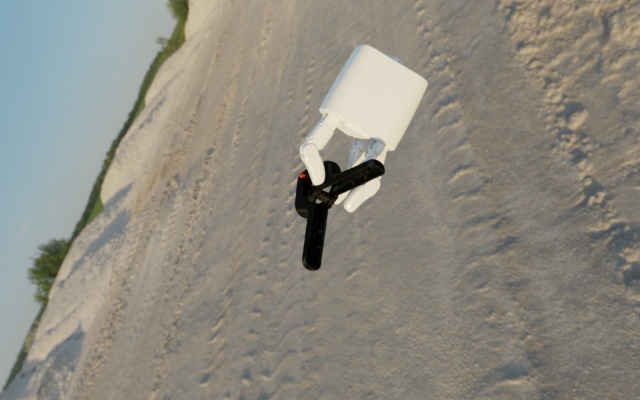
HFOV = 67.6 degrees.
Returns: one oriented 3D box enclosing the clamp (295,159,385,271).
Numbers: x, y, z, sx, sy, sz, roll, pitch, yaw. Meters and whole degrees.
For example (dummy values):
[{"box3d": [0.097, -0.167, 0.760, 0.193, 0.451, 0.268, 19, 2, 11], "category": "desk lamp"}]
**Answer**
[{"box3d": [-0.001, 0.002, 0.680, 0.036, 0.164, 0.210, 32, 0, -23], "category": "clamp"}]
